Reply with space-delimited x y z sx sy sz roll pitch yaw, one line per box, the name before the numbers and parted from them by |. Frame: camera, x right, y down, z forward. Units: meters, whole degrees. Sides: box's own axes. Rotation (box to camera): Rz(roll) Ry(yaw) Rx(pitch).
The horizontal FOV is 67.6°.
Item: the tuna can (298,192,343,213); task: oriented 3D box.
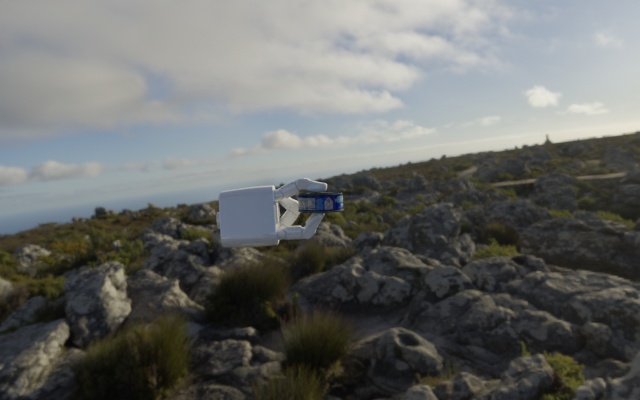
tuna can | 0.000 0.002 0.899 0.086 0.034 0.086 -2 4 0
